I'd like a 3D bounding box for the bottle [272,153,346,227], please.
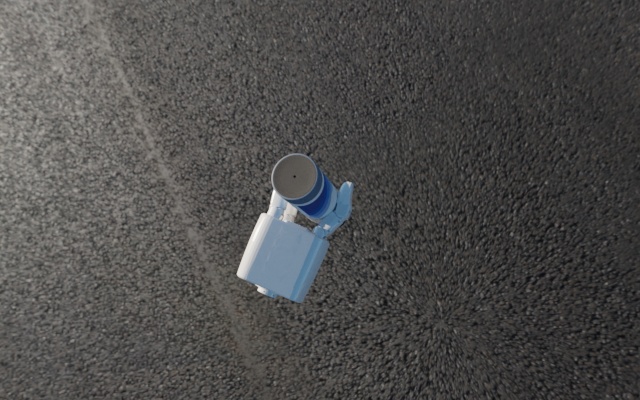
[{"bbox_3d":[0.000,0.002,0.783,0.069,0.069,0.296,0,-14,14],"label":"bottle"}]
